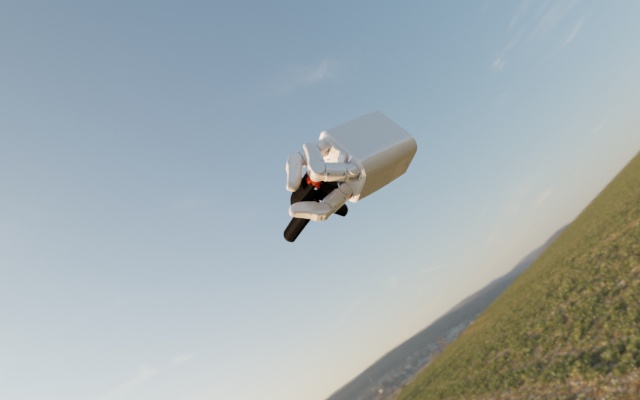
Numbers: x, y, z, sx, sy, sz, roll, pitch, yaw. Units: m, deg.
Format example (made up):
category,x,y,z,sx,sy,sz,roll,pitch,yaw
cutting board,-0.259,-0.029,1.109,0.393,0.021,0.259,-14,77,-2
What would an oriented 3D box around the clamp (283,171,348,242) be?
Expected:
category,x,y,z,sx,sy,sz,roll,pitch,yaw
clamp,0.000,0.002,0.760,0.120,0.039,0.172,-27,-22,-23
